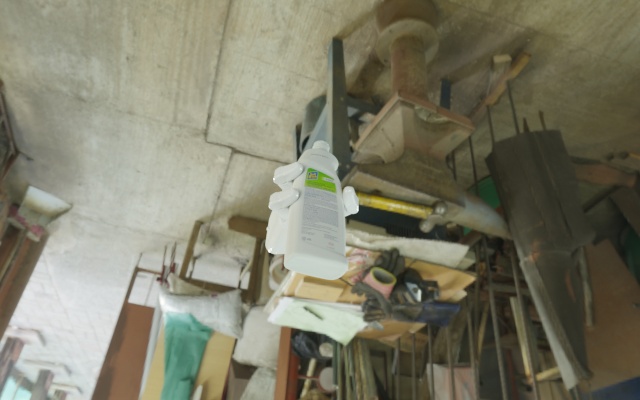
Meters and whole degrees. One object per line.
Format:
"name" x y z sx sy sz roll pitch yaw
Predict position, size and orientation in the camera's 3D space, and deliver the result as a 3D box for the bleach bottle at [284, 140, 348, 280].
"bleach bottle" 0.000 0.003 0.812 0.102 0.250 0.068 16 -36 -15
